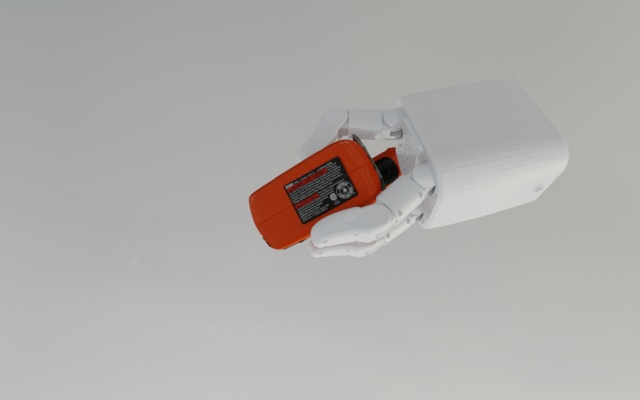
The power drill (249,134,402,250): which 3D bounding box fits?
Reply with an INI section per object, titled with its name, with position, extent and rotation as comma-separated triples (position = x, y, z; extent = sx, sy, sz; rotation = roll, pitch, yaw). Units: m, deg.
[power drill]
position = 0.000, 0.001, 0.461
extent = 0.184, 0.057, 0.187
rotation = -31, -5, 12
